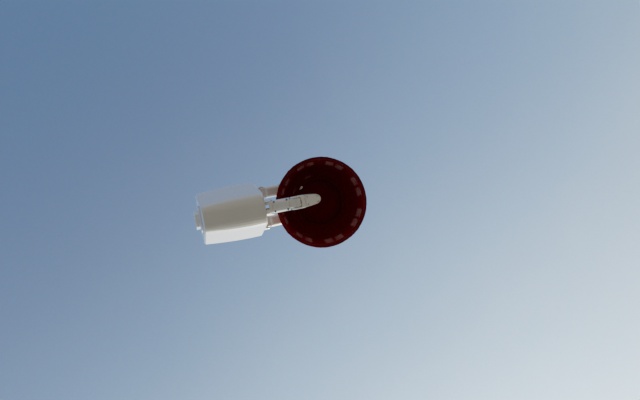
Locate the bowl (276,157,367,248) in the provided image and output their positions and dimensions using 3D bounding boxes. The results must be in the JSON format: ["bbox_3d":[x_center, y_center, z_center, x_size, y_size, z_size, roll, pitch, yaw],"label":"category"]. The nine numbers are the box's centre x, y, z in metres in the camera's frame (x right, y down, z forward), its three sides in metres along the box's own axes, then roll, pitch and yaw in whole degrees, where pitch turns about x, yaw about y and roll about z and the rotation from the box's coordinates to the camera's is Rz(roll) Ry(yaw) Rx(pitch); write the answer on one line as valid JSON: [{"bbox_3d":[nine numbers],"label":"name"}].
[{"bbox_3d":[0.001,0.003,0.869,0.162,0.162,0.055,0,1,-5],"label":"bowl"}]
